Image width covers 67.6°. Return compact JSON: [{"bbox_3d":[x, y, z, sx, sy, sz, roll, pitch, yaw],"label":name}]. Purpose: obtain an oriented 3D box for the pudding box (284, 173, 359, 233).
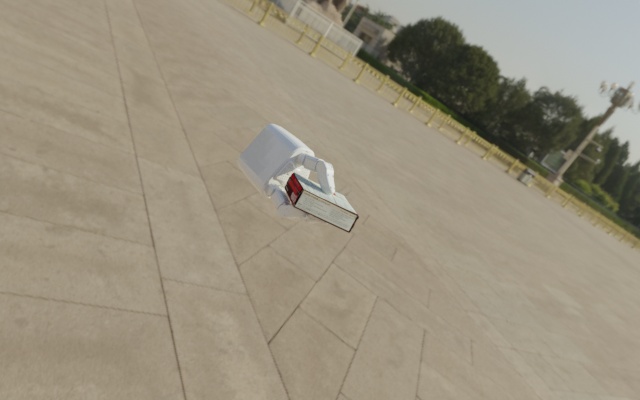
[{"bbox_3d":[0.000,0.002,0.802,0.113,0.039,0.090,24,14,-21],"label":"pudding box"}]
